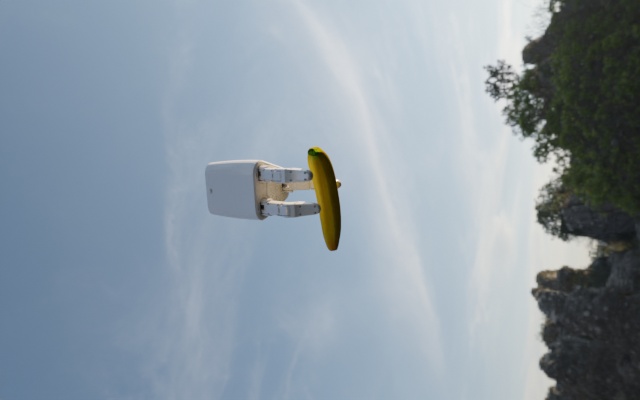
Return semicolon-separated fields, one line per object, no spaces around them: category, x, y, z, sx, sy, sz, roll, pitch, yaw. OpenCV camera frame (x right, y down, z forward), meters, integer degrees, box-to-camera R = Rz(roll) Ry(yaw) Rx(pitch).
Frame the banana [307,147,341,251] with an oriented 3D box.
banana;0.005;-0.011;0.774;0.037;0.198;0.069;1;36;22
